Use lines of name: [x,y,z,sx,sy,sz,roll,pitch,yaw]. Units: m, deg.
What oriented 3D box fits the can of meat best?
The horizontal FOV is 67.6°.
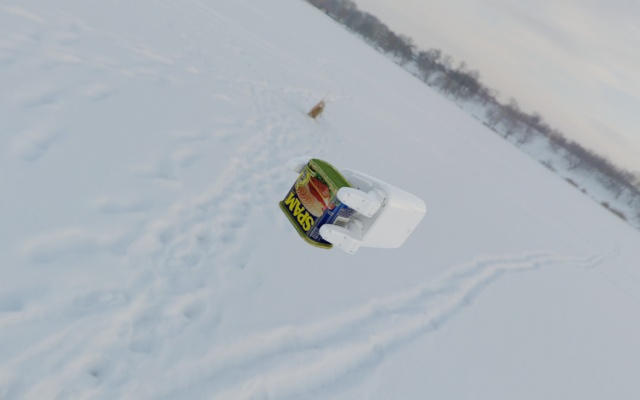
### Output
can of meat: [0.000,0.002,0.655,0.057,0.084,0.102,16,26,-44]
